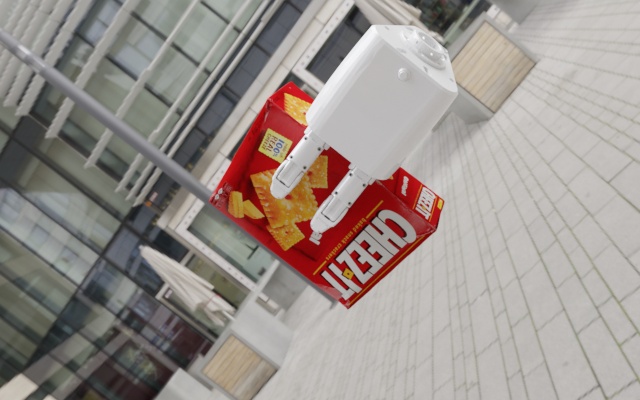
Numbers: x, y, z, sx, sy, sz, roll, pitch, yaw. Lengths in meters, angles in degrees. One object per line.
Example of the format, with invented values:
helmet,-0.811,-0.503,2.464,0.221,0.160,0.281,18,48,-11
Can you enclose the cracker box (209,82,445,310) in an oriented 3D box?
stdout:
cracker box,0.000,0.002,0.535,0.214,0.164,0.072,38,36,-2
